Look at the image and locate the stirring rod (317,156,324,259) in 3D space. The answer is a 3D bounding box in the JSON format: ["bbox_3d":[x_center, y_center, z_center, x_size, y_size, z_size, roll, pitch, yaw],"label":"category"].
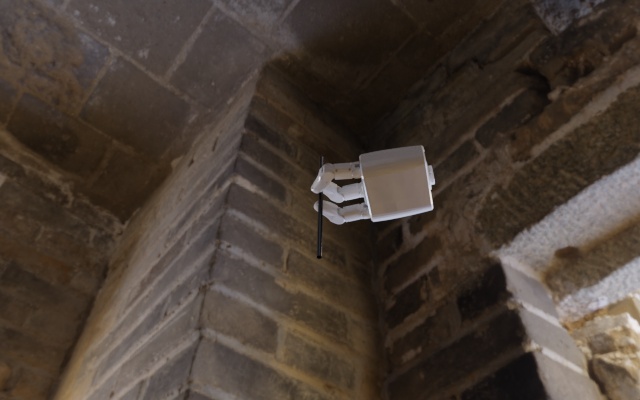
[{"bbox_3d":[0.000,0.003,0.808,0.011,0.011,0.239,0,44,1],"label":"stirring rod"}]
